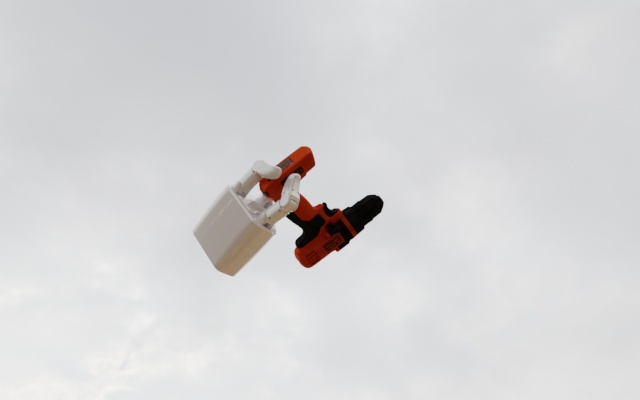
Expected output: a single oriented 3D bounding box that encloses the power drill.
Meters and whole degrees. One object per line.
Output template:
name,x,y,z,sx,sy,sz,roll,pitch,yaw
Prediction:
power drill,0.000,0.002,0.811,0.184,0.188,0.057,-38,25,-5
